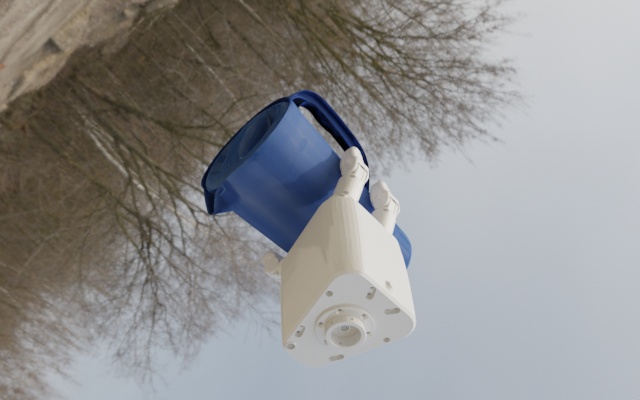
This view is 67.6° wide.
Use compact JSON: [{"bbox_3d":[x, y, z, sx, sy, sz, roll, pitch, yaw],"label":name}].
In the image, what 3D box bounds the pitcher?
[{"bbox_3d":[0.000,0.002,0.554,0.149,0.243,0.145,-39,25,17],"label":"pitcher"}]
